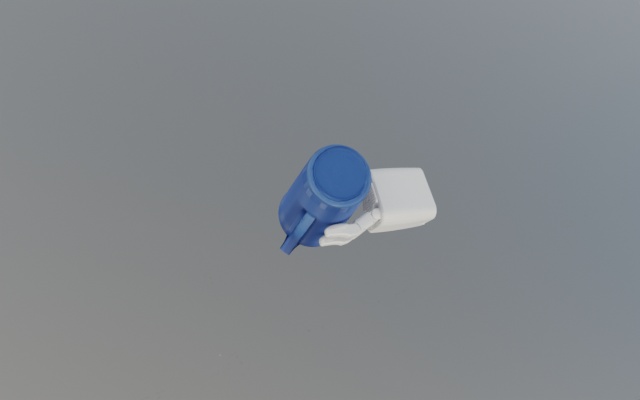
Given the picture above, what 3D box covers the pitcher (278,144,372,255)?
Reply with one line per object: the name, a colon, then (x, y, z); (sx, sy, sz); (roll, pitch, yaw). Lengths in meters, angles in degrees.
pitcher: (0.000, 0.003, 0.857); (0.145, 0.149, 0.243); (-6, -16, -15)
